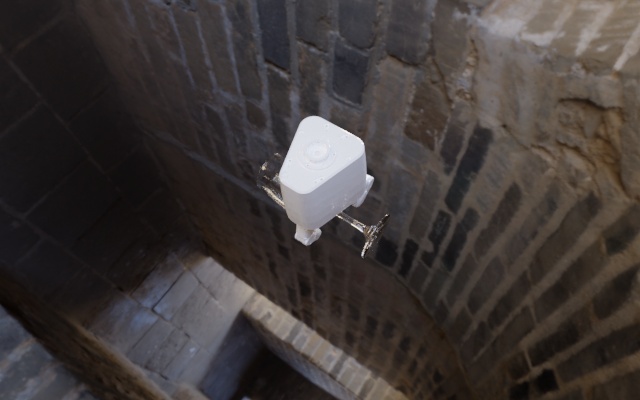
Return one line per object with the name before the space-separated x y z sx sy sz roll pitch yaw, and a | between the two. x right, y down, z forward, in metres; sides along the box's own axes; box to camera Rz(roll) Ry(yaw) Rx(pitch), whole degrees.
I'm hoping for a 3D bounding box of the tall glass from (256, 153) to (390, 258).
tall glass | 0.001 0.003 0.719 0.201 0.079 0.079 31 10 18
